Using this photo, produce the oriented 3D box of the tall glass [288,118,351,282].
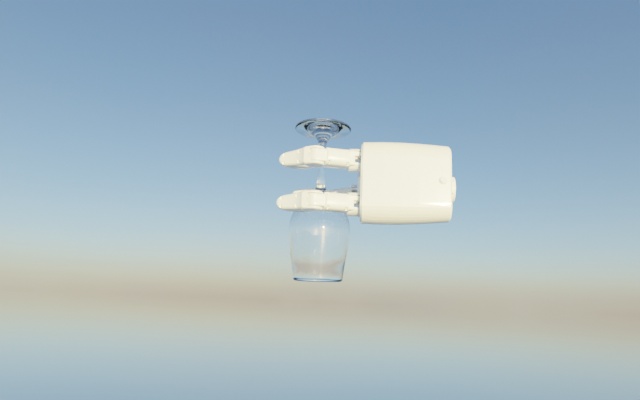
[{"bbox_3d":[0.000,0.001,0.612,0.079,0.201,0.079,2,-12,1],"label":"tall glass"}]
